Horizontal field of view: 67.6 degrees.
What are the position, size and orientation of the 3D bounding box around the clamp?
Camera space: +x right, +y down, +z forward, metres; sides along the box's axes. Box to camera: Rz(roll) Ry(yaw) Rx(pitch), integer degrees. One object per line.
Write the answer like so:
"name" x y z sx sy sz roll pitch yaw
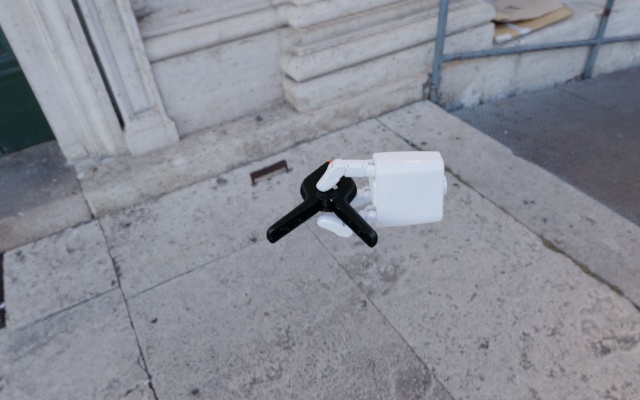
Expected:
"clamp" 0.000 0.002 0.771 0.164 0.036 0.209 -1 37 0
